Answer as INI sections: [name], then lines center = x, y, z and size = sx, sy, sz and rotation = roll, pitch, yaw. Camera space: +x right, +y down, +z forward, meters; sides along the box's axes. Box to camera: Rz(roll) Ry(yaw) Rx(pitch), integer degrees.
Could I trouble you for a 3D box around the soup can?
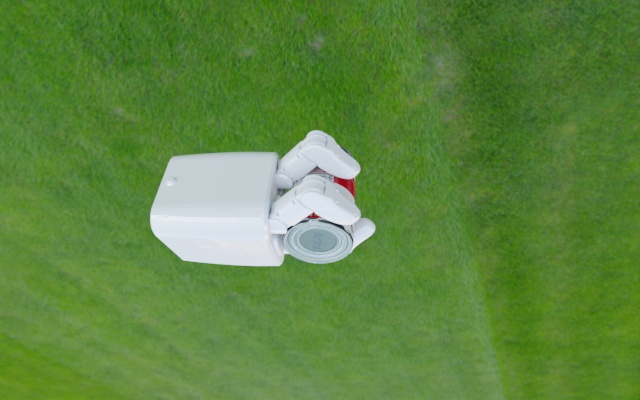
[soup can]
center = 0.001, 0.002, 0.469
size = 0.068, 0.102, 0.069
rotation = 3, -41, 2
